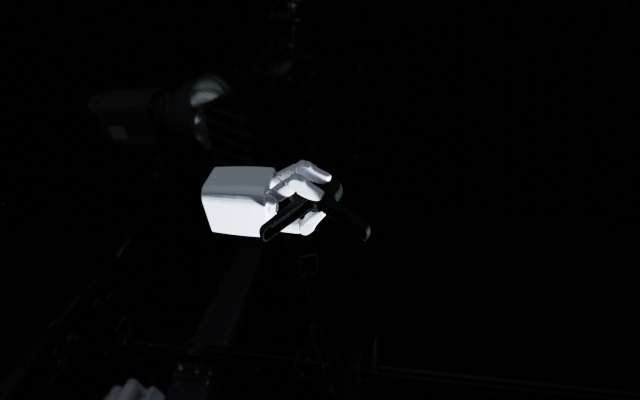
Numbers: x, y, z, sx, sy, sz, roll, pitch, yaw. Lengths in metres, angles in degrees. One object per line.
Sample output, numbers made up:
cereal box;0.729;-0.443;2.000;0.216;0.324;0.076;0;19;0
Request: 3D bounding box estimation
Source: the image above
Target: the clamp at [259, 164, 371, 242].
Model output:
clamp;0.000;0.003;0.779;0.164;0.036;0.209;4;32;4
